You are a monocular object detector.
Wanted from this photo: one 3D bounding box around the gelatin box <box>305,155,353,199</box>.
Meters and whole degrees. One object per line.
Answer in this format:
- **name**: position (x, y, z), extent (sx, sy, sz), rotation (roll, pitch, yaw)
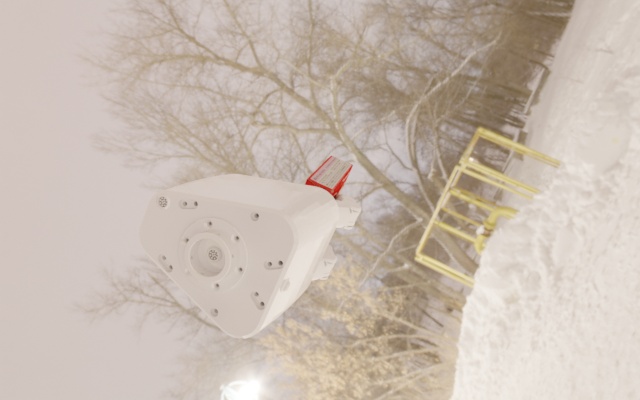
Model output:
- **gelatin box**: position (0.000, 0.001, 0.491), extent (0.030, 0.073, 0.089), rotation (25, 25, 6)
